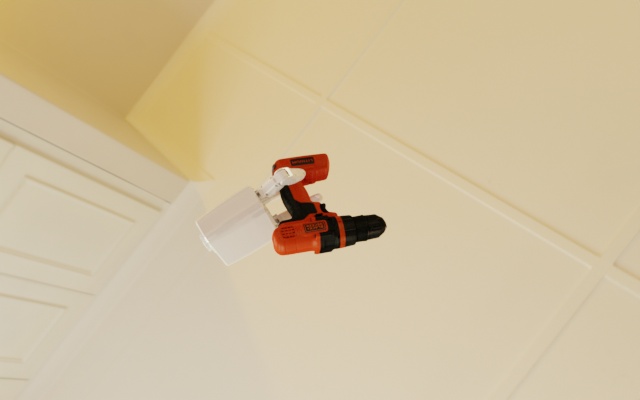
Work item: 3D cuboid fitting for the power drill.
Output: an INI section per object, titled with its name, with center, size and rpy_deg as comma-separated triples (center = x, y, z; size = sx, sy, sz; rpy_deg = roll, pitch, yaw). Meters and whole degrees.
[power drill]
center = 0.000, 0.002, 0.800
size = 0.184, 0.187, 0.057
rpy_deg = -8, -43, -12
